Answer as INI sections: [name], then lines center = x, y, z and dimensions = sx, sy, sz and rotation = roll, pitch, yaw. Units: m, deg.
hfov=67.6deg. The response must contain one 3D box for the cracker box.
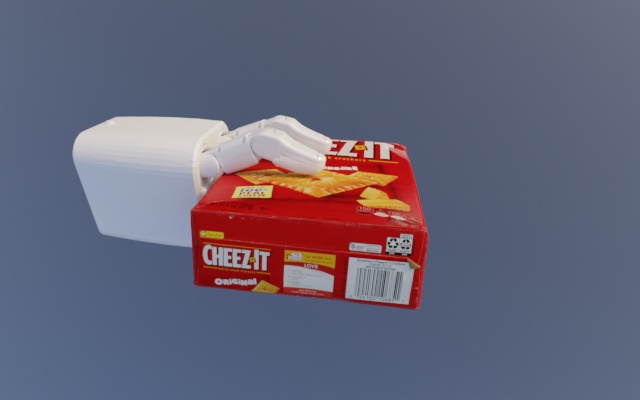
[cracker box]
center = 0.000, 0.002, 0.423
dimensions = 0.164, 0.072, 0.213
rotation = 5, 23, 4
